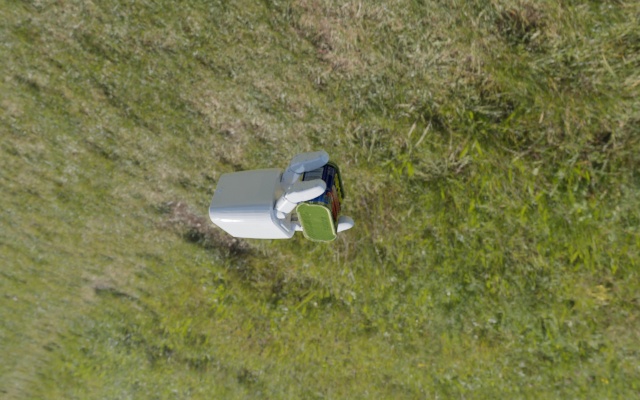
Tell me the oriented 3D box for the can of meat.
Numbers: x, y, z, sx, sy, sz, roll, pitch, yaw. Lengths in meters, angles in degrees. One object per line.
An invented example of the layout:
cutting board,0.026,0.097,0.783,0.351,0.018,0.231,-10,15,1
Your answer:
can of meat,0.000,0.003,0.729,0.057,0.084,0.102,1,-38,13
